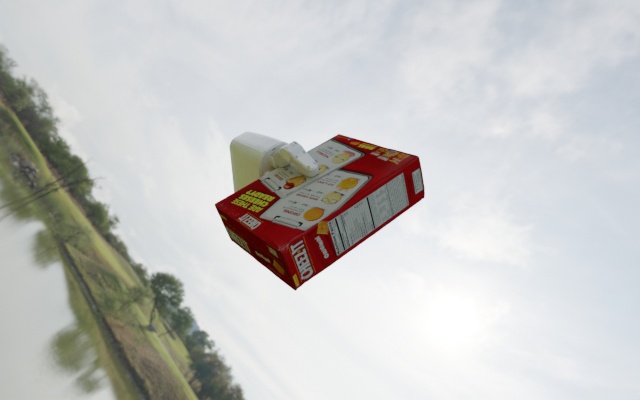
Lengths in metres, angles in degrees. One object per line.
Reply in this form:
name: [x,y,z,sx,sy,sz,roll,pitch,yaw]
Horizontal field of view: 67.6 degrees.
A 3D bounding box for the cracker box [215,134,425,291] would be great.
cracker box: [0.000,0.002,0.609,0.213,0.072,0.164,-33,33,-23]
